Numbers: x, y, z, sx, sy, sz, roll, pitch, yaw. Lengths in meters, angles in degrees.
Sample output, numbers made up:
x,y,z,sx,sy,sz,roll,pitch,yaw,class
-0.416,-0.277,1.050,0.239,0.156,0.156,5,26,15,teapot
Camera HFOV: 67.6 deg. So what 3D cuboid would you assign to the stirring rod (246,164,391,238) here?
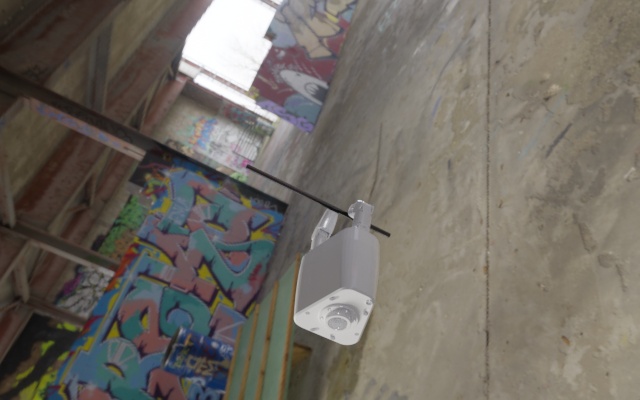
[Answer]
x,y,z,sx,sy,sz,roll,pitch,yaw,class
0.000,0.002,0.707,0.239,0.011,0.011,26,-6,-13,stirring rod
